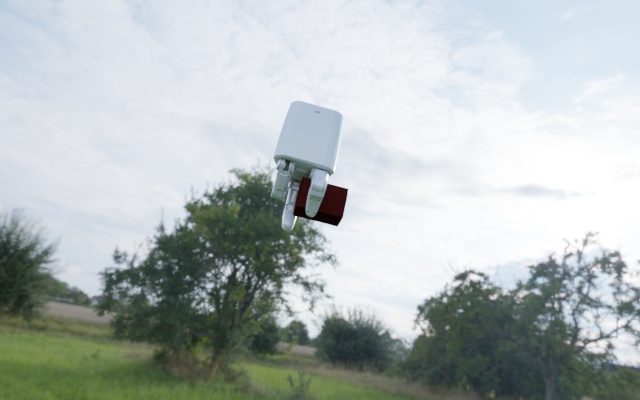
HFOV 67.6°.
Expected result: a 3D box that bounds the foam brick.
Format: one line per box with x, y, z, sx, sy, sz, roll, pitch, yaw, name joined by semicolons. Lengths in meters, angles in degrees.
0.000;0.003;0.767;0.078;0.051;0.053;15;-21;-5;foam brick
